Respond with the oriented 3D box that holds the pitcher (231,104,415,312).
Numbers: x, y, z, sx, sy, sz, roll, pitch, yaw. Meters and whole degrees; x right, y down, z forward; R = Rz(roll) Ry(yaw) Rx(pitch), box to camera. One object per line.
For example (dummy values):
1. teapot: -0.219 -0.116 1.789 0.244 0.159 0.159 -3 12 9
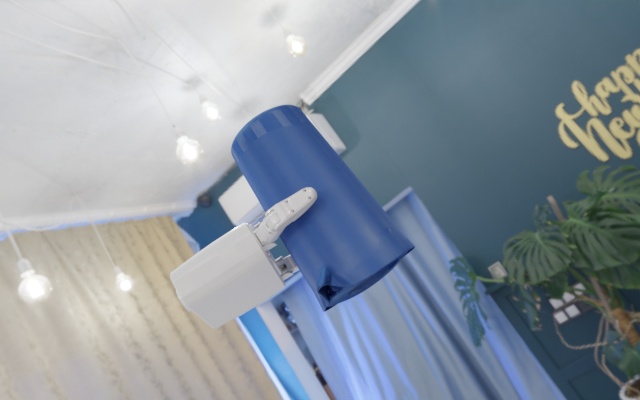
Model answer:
1. pitcher: 0.000 0.002 0.601 0.145 0.242 0.149 -33 -13 -9
